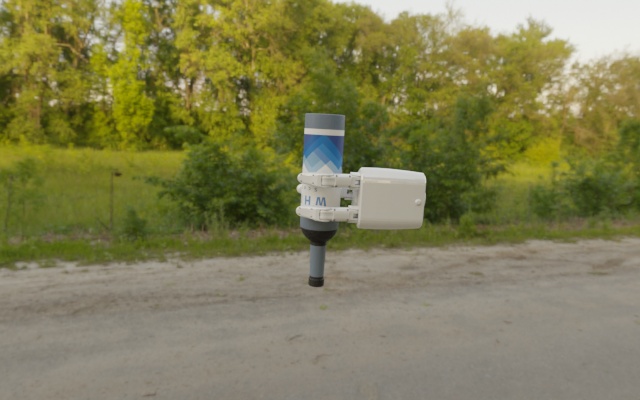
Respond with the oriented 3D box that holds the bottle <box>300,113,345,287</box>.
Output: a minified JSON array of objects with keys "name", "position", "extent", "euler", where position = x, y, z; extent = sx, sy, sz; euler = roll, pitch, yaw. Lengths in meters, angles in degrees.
[{"name":"bottle","position":[0.000,0.002,0.815],"extent":[0.069,0.296,0.069],"euler":[3,9,0]}]
